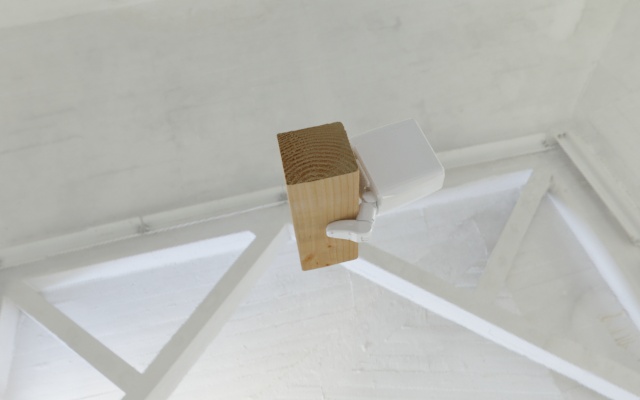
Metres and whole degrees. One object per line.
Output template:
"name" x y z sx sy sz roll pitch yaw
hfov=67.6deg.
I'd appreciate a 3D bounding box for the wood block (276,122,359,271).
"wood block" 0.001 0.002 0.666 0.090 0.090 0.206 -12 -38 -5
